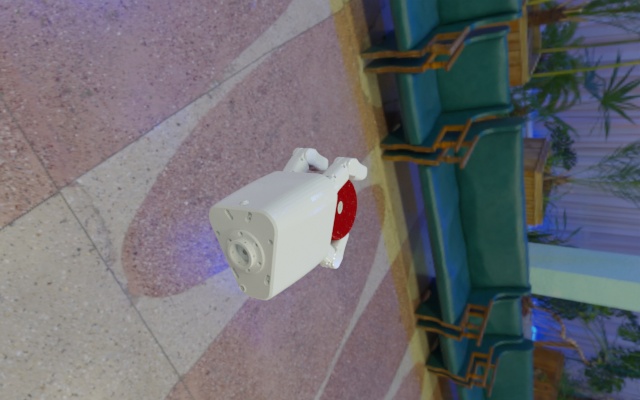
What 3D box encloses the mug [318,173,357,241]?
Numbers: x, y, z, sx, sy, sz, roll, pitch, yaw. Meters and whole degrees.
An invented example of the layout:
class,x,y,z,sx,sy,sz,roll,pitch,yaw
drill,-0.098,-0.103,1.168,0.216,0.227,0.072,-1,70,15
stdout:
class,x,y,z,sx,sy,sz,roll,pitch,yaw
mug,0.001,0.002,0.617,0.081,0.093,0.117,6,25,34
